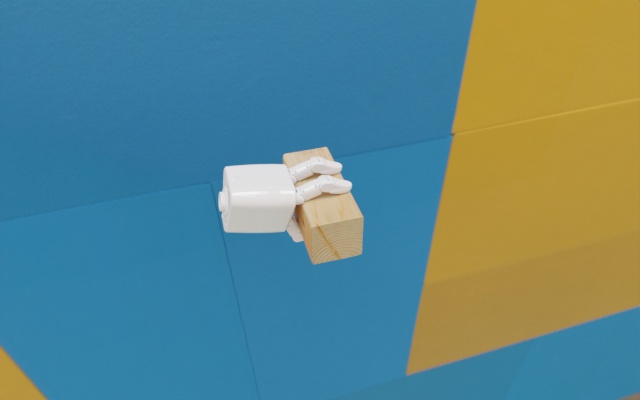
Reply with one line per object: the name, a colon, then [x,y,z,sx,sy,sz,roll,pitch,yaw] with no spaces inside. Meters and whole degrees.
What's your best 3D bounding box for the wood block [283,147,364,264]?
wood block: [0.000,0.003,0.854,0.090,0.091,0.206,-11,42,-11]
